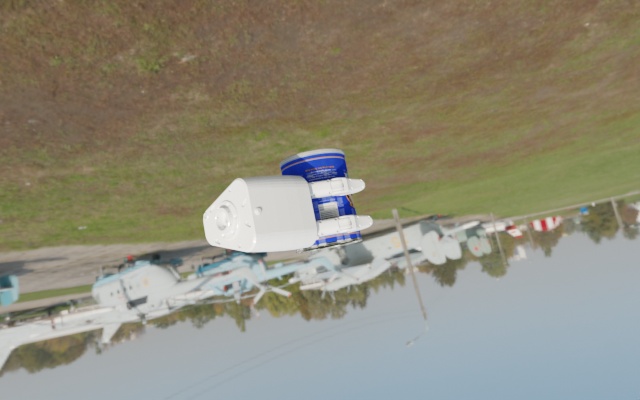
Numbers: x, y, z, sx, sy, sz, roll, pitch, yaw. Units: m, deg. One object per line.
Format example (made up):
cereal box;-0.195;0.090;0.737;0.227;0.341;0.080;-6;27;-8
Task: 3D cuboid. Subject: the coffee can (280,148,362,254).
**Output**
coffee can;0.000;0.002;0.731;0.103;0.140;0.103;-11;-8;-2
